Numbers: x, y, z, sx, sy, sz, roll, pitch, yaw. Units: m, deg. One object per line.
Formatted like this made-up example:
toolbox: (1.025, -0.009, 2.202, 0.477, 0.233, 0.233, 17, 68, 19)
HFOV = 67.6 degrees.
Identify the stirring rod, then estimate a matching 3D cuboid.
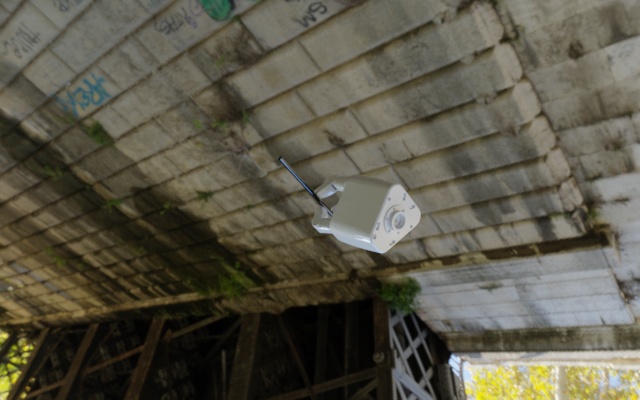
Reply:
stirring rod: (0.000, 0.003, 0.885, 0.011, 0.011, 0.240, 0, -39, 48)
